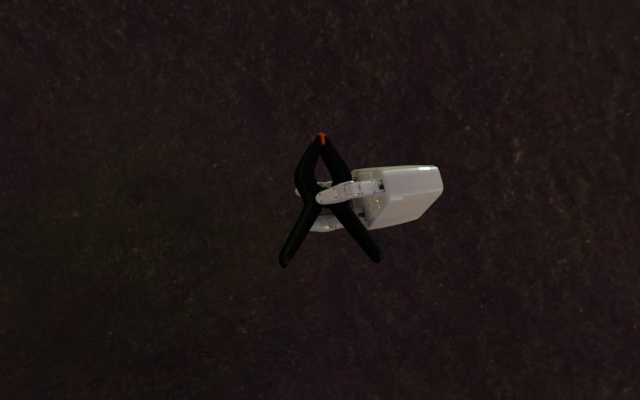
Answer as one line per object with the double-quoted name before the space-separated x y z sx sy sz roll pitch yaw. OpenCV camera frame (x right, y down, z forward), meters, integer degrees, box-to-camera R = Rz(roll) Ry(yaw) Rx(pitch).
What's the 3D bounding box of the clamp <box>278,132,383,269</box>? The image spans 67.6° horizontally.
"clamp" 0.001 0.002 0.709 0.164 0.210 0.036 -7 -12 -28
